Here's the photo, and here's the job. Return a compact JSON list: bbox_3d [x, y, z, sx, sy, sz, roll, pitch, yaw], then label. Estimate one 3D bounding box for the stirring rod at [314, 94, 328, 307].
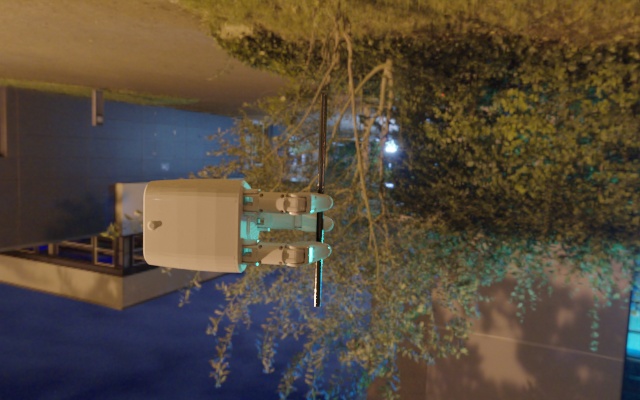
[{"bbox_3d":[0.000,0.002,0.541,0.011,0.239,0.011,2,5,0],"label":"stirring rod"}]
